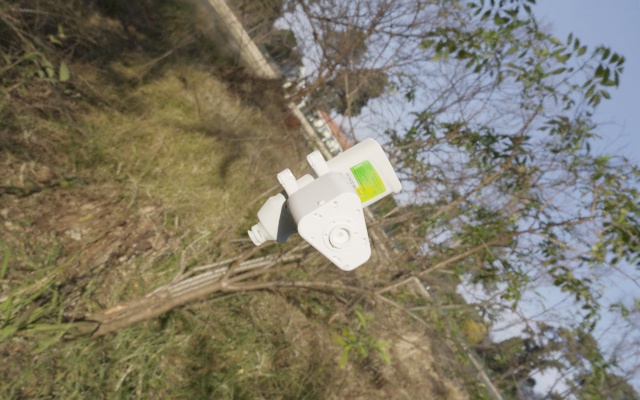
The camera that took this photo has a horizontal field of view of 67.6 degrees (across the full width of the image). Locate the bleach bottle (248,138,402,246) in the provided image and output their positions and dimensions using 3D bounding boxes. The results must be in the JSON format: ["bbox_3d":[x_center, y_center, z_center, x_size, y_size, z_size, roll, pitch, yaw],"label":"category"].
[{"bbox_3d":[0.000,0.002,0.781,0.251,0.103,0.068,-32,22,0],"label":"bleach bottle"}]
